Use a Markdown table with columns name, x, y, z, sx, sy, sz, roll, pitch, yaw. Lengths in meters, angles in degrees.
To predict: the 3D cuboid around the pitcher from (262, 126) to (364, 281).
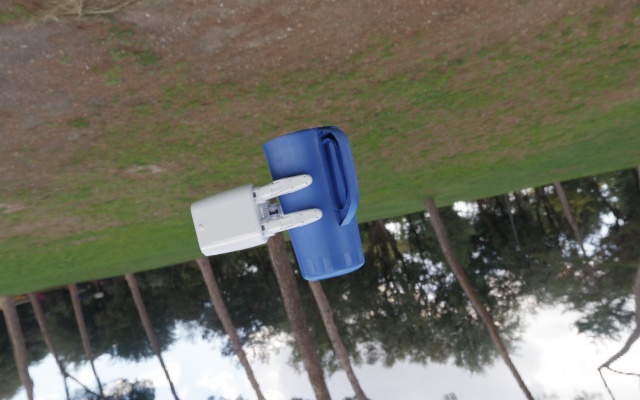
| name | x | y | z | sx | sy | sz | roll | pitch | yaw |
| --- | --- | --- | --- | --- | --- | --- | --- | --- | --- |
| pitcher | 0.000 | 0.003 | 0.793 | 0.145 | 0.243 | 0.149 | -15 | -2 | 7 |
